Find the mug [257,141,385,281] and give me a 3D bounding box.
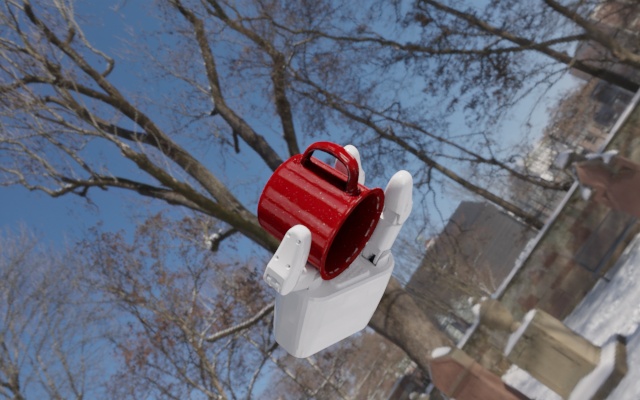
[{"bbox_3d":[0.000,0.000,0.419,0.081,0.117,0.093,32,43,23],"label":"mug"}]
